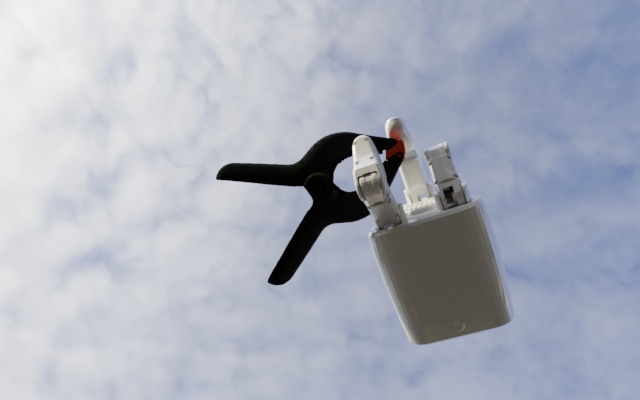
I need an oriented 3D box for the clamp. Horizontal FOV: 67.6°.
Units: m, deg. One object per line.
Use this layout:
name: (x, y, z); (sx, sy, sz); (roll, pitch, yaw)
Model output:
clamp: (0.000, 0.001, 0.425); (0.171, 0.120, 0.039); (-18, 6, 14)
